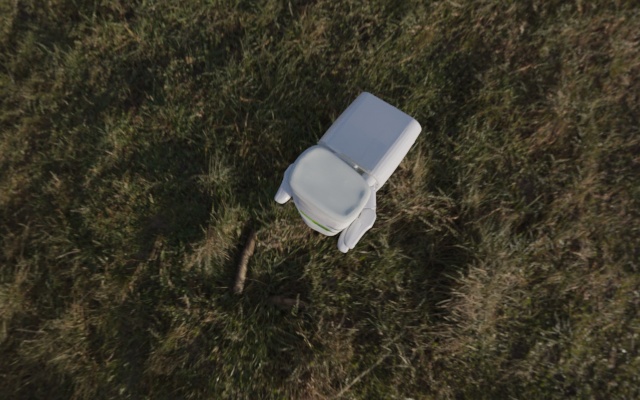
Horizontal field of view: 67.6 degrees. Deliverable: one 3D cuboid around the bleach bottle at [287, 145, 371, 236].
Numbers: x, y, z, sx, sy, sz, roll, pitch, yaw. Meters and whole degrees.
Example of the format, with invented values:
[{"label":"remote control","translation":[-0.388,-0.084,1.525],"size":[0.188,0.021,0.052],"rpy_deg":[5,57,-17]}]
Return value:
[{"label":"bleach bottle","translation":[0.000,0.002,0.684],"size":[0.102,0.068,0.251],"rpy_deg":[38,-11,1]}]
